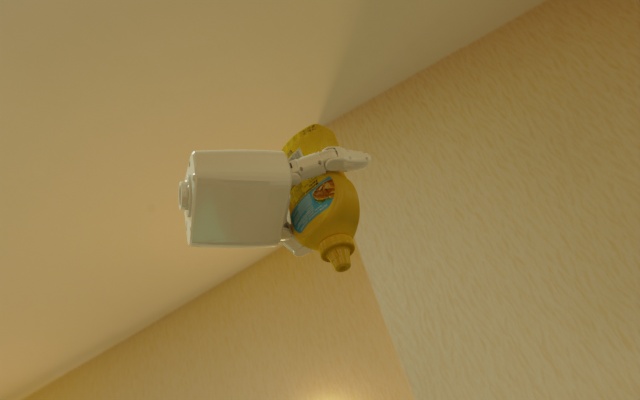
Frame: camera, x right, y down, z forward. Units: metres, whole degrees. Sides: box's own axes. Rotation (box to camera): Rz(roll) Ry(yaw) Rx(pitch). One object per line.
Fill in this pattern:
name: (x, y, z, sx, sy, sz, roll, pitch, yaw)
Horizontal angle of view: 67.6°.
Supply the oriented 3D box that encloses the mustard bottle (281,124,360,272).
mustard bottle: (0.000, 0.002, 0.580, 0.058, 0.191, 0.096, 20, -52, -39)
